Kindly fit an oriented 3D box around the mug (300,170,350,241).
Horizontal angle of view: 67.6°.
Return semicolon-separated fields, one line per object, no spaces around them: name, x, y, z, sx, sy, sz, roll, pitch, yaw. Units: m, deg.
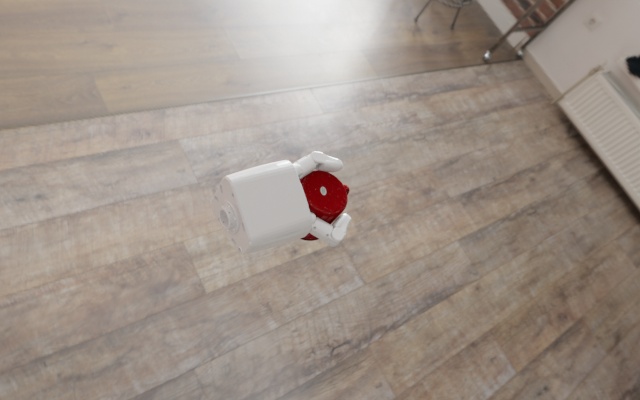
mug;0.001;0.002;0.768;0.117;0.093;0.081;-18;-19;-36
